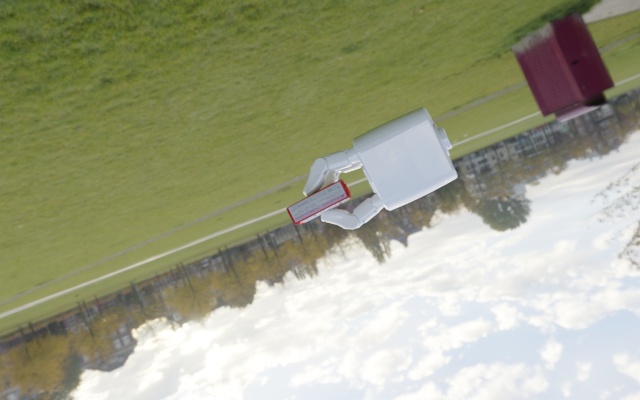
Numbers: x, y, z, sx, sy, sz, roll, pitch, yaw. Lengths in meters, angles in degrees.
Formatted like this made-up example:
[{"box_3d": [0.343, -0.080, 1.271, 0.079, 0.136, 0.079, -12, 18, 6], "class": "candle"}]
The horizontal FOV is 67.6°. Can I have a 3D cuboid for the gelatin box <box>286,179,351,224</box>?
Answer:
[{"box_3d": [0.000, 0.003, 0.689, 0.089, 0.030, 0.073, -28, -4, 5], "class": "gelatin box"}]
